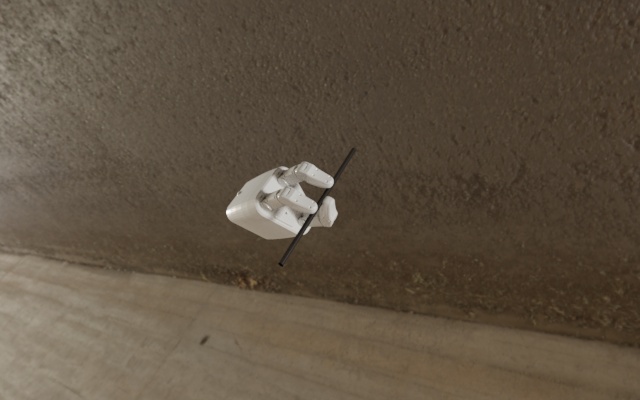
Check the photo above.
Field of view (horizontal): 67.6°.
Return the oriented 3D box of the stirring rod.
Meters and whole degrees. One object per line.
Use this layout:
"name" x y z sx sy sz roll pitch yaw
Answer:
"stirring rod" 0.000 0.002 0.719 0.011 0.239 0.011 22 -34 16
